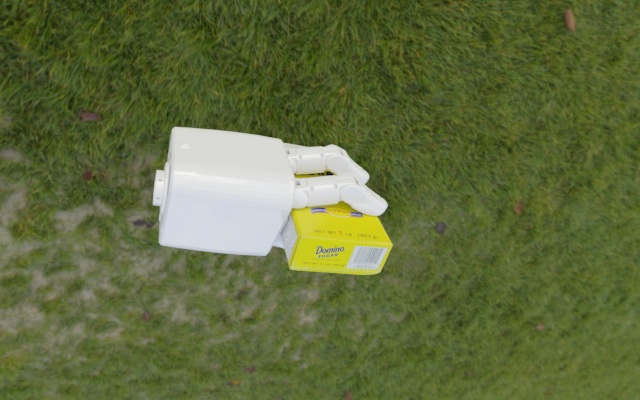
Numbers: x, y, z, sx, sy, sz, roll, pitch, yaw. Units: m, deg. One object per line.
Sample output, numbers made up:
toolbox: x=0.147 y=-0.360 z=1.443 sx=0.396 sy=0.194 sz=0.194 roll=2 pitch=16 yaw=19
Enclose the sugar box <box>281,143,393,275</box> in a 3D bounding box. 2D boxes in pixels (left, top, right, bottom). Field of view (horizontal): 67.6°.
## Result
sugar box: x=0.000 y=0.001 z=0.498 sx=0.093 sy=0.048 sz=0.176 roll=7 pitch=34 yaw=-21
